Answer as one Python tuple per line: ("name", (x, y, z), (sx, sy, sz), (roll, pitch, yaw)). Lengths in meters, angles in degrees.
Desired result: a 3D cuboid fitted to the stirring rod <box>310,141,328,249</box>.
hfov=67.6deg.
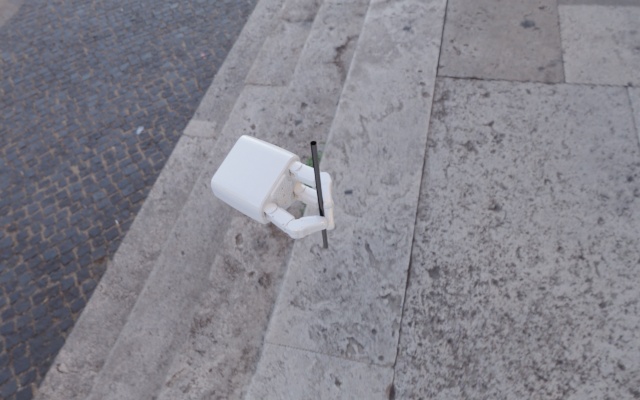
("stirring rod", (0.000, 0.002, 0.685), (0.011, 0.011, 0.240), (0, -37, 5))
